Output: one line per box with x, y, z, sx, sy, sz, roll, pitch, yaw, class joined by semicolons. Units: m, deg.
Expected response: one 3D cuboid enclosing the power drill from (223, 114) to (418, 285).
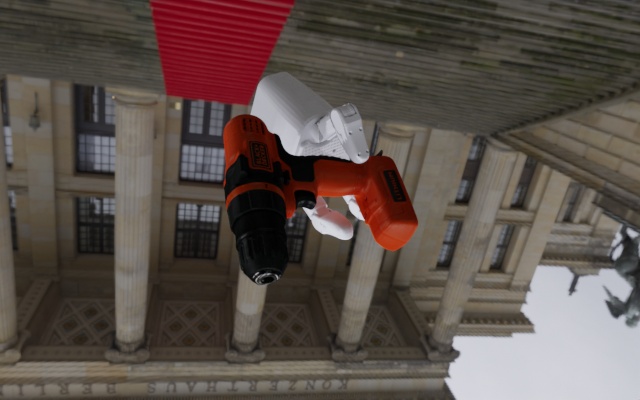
0.000;0.001;0.462;0.187;0.184;0.057;10;-42;-28;power drill
